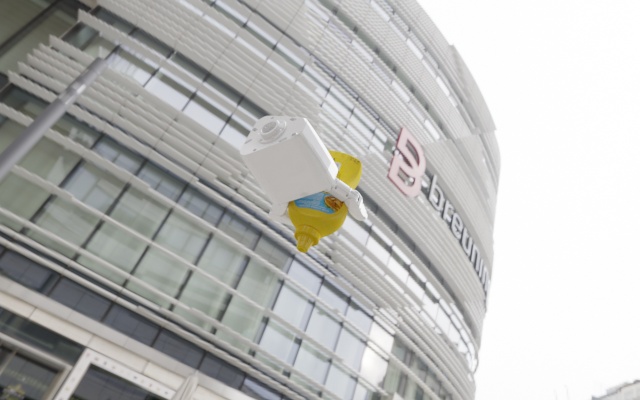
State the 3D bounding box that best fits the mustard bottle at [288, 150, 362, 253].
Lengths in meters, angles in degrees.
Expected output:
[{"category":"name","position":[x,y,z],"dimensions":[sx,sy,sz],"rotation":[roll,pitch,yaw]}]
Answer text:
[{"category":"mustard bottle","position":[0.000,0.003,0.784],"dimensions":[0.096,0.191,0.058],"rotation":[13,-37,12]}]
